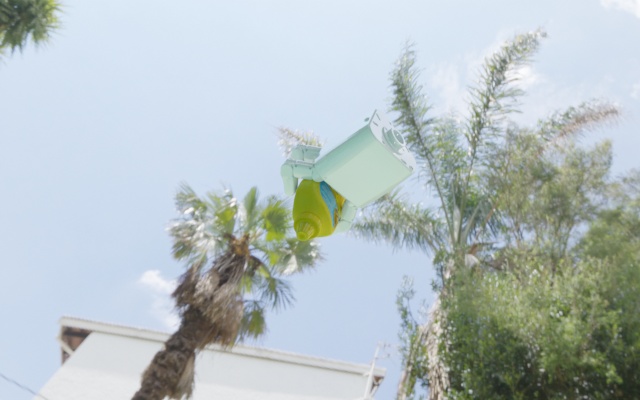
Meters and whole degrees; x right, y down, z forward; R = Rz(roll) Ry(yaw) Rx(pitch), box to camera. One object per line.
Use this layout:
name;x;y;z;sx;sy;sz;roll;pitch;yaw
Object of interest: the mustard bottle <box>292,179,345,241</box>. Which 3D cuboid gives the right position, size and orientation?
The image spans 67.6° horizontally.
mustard bottle;0.000;0.002;0.751;0.058;0.096;0.191;-8;27;22
